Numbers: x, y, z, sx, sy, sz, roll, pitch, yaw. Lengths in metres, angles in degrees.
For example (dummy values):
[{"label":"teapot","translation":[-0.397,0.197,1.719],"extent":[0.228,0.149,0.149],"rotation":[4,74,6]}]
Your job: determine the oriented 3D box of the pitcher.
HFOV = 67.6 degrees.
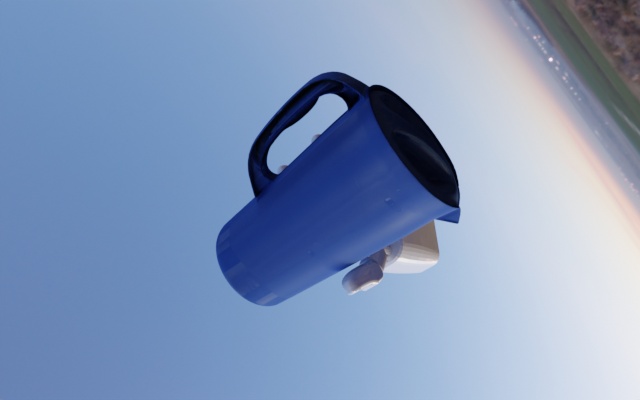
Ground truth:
[{"label":"pitcher","translation":[0.000,0.002,0.476],"extent":[0.243,0.149,0.145],"rotation":[-36,-29,29]}]
